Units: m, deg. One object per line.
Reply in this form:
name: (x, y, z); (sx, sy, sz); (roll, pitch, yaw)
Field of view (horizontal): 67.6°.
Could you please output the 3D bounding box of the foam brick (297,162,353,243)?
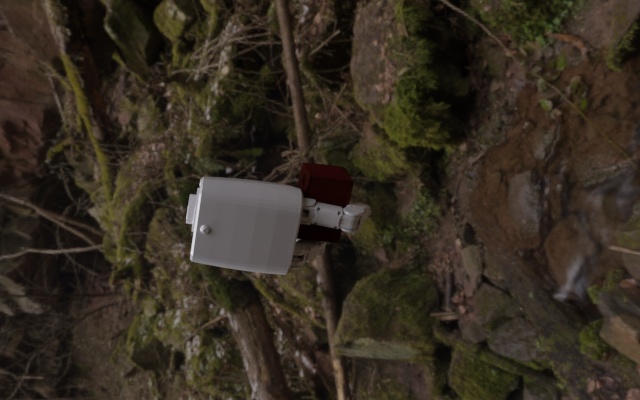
foam brick: (0.000, 0.001, 0.546); (0.051, 0.078, 0.053); (8, 19, -14)
